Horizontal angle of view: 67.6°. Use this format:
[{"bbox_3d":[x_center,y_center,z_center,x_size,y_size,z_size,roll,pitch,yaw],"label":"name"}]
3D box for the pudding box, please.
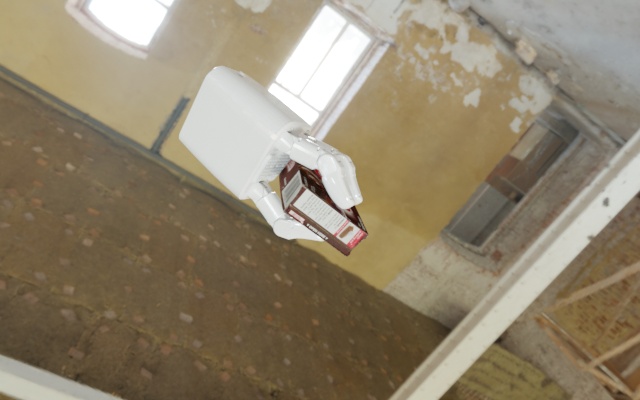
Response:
[{"bbox_3d":[0.000,0.002,0.528,0.090,0.039,0.113,36,16,-19],"label":"pudding box"}]
